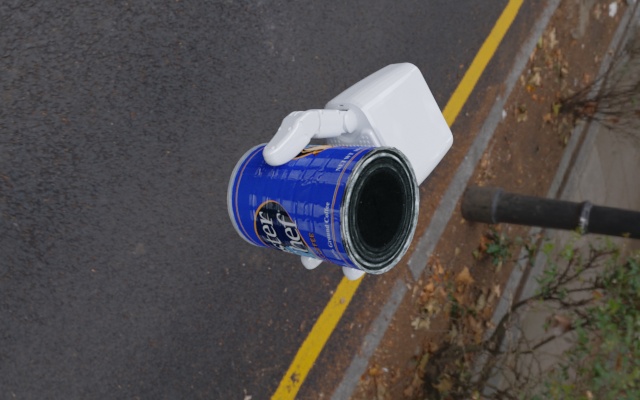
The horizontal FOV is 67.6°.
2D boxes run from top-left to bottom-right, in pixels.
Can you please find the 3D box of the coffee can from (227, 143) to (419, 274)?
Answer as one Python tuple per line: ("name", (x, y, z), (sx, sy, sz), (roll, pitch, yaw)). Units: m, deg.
("coffee can", (0.000, 0.001, 0.424), (0.140, 0.103, 0.103), (8, 5, 43))
